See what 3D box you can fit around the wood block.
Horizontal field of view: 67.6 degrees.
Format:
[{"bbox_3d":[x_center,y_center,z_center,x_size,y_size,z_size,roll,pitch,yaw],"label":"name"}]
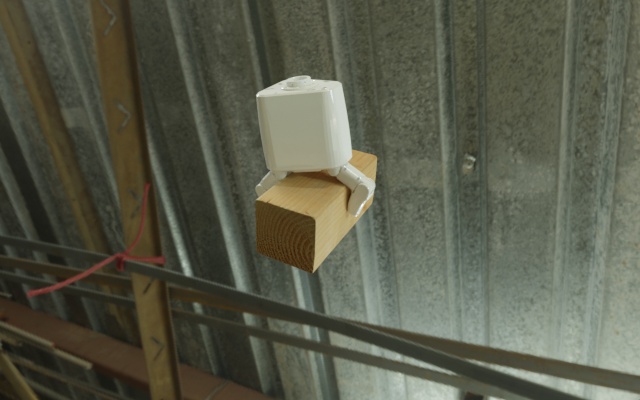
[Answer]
[{"bbox_3d":[0.000,0.002,0.694,0.091,0.090,0.206,17,34,22],"label":"wood block"}]
